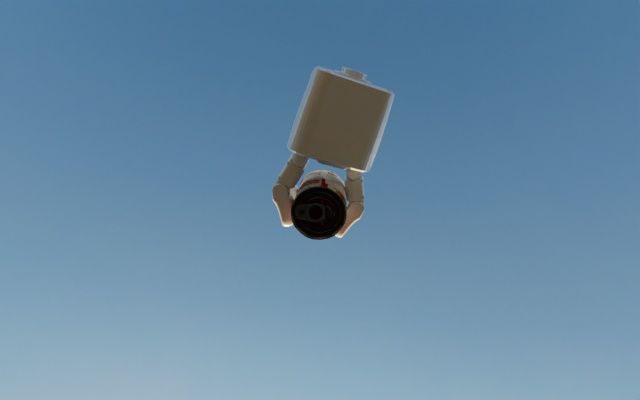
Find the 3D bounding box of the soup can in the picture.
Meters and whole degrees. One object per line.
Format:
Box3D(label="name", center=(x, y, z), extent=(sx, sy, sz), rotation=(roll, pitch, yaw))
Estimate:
Box3D(label="soup can", center=(0.000, 0.002, 0.622), extent=(0.068, 0.068, 0.102), rotation=(0, 16, 3))
